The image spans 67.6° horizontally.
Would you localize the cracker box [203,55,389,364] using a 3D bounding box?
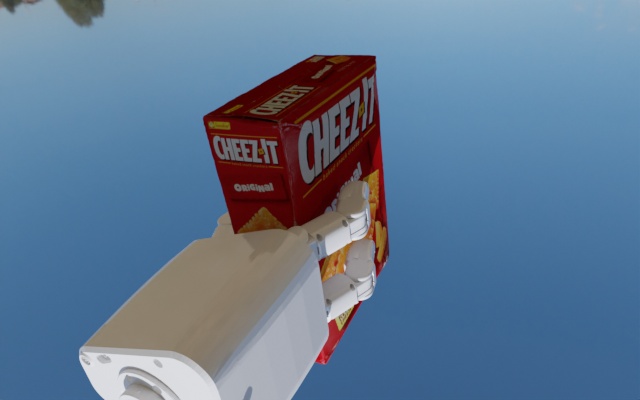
[{"bbox_3d":[0.000,0.001,0.411,0.072,0.214,0.164,8,33,26],"label":"cracker box"}]
